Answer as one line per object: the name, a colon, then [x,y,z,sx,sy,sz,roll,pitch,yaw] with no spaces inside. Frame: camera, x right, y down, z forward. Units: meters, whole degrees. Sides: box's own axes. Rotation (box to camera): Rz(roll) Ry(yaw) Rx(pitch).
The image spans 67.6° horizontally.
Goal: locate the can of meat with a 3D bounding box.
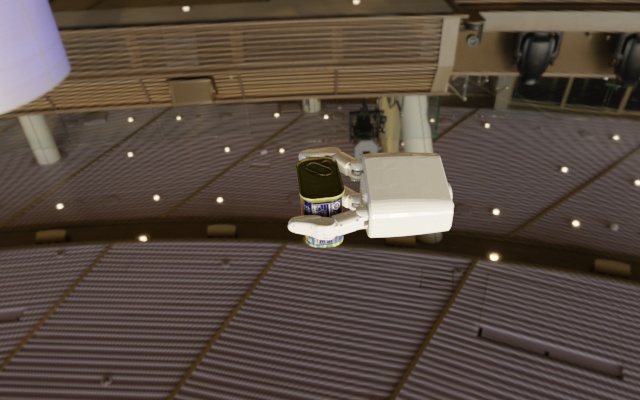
can of meat: [0.000,0.002,0.648,0.057,0.084,0.102,-6,36,-4]
